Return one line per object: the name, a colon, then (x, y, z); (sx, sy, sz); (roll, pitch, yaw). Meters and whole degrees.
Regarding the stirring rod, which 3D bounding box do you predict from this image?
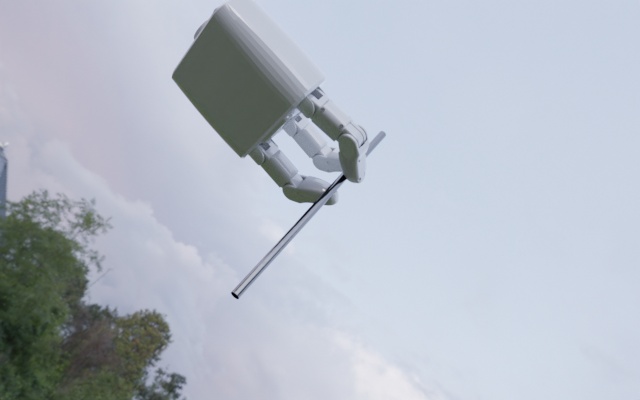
stirring rod: (0.000, 0.001, 0.438); (0.011, 0.011, 0.239); (0, 37, 44)
